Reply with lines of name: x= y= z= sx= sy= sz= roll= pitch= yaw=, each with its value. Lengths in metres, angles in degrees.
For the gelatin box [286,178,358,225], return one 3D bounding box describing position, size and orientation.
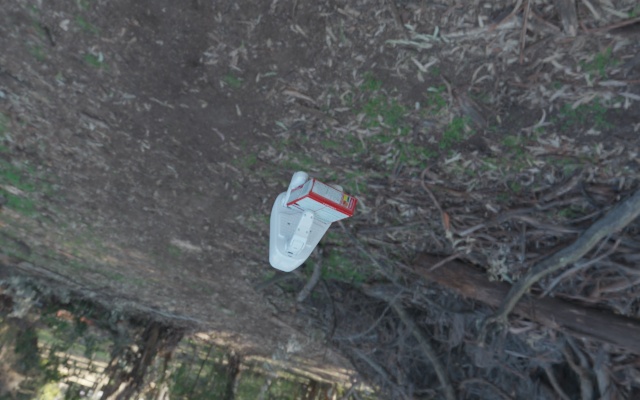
gelatin box: x=0.000 y=0.003 z=0.693 sx=0.073 sy=0.030 sz=0.089 roll=25 pitch=-20 yaw=-18
